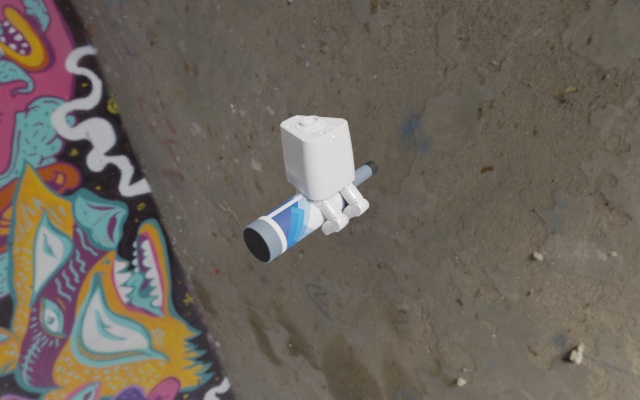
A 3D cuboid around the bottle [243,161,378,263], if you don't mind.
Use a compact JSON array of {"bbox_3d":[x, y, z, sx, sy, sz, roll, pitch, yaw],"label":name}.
[{"bbox_3d":[0.000,0.003,0.825,0.295,0.069,0.069,-34,21,-36],"label":"bottle"}]
